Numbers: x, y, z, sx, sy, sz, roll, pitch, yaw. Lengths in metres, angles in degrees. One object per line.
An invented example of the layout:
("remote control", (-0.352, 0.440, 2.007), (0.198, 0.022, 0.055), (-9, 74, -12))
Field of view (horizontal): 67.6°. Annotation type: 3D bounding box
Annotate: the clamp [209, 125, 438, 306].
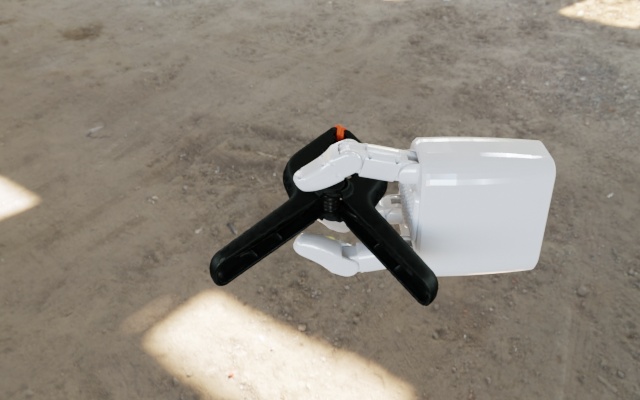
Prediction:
("clamp", (0.000, 0.000, 0.408), (0.164, 0.036, 0.209), (1, 40, -2))
